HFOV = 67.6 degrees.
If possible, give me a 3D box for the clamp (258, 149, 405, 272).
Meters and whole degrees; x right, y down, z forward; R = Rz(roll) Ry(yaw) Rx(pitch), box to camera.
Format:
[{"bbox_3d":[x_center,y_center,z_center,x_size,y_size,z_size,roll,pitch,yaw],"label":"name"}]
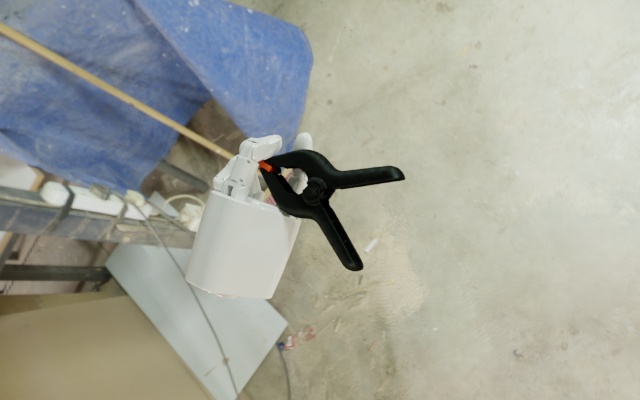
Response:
[{"bbox_3d":[0.000,0.002,0.536,0.171,0.120,0.039,18,-1,28],"label":"clamp"}]
